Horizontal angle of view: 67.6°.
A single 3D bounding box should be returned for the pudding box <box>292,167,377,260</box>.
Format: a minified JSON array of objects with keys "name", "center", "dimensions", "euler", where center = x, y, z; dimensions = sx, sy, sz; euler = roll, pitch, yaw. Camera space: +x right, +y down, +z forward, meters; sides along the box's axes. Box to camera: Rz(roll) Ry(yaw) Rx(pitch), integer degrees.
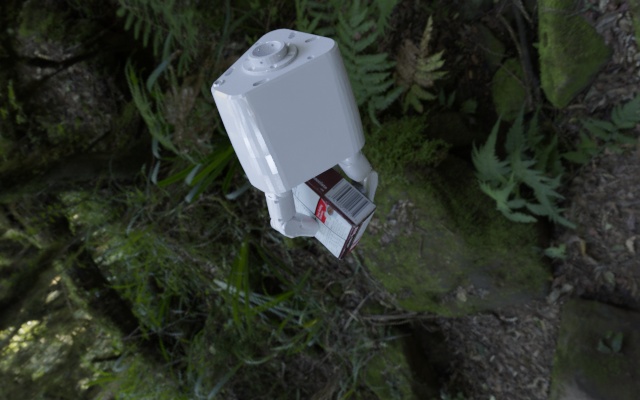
[{"name":"pudding box","center":[0.000,0.002,0.525],"dimensions":[0.039,0.113,0.090],"euler":[-40,-16,-25]}]
